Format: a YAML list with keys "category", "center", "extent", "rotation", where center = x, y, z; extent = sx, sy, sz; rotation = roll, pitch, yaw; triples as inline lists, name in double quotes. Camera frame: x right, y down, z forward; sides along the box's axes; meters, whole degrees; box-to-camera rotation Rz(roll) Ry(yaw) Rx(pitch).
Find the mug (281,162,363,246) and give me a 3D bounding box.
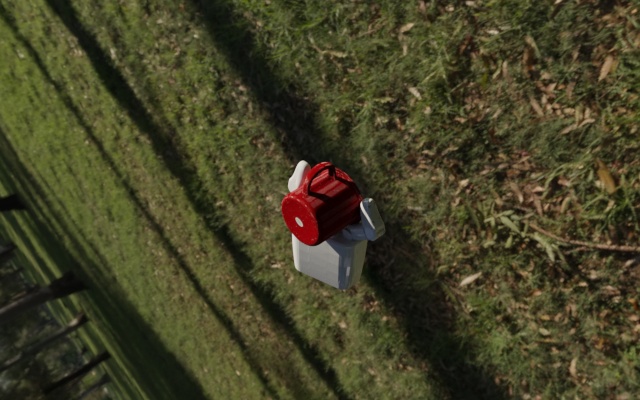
- category: "mug"
  center: [0.000, 0.001, 0.659]
  extent: [0.081, 0.117, 0.093]
  rotation: [-32, 49, -33]
